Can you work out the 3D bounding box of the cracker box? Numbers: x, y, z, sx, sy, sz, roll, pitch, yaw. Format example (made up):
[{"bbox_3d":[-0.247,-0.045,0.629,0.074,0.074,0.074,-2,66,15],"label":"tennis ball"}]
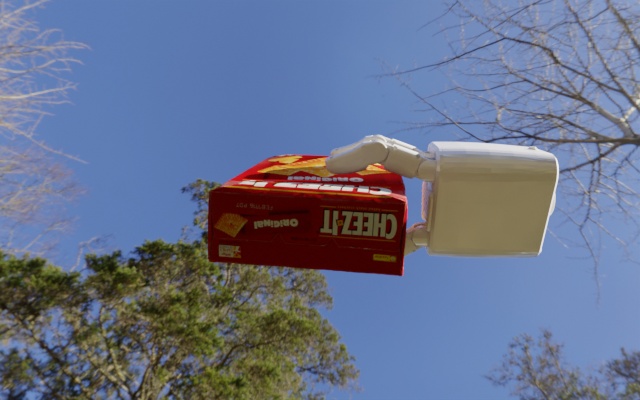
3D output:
[{"bbox_3d":[0.000,0.002,0.485,0.164,0.072,0.213,3,13,7],"label":"cracker box"}]
